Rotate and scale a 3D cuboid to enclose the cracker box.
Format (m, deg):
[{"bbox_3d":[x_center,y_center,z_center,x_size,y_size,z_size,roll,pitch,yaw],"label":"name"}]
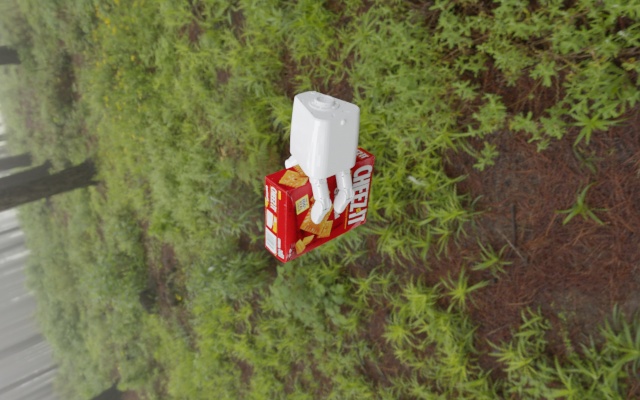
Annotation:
[{"bbox_3d":[0.000,0.003,0.898,0.213,0.164,0.072,-23,44,-33],"label":"cracker box"}]
